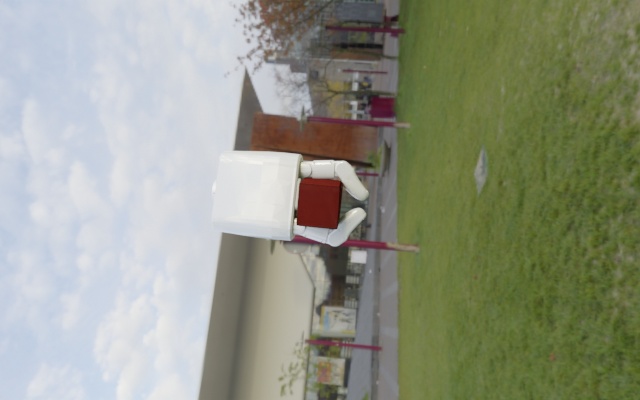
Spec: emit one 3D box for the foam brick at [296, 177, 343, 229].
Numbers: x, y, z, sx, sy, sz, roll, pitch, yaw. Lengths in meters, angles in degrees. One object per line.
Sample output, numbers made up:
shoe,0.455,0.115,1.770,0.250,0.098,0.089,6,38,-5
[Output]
foam brick,0.000,0.002,0.600,0.051,0.053,0.078,6,8,3
